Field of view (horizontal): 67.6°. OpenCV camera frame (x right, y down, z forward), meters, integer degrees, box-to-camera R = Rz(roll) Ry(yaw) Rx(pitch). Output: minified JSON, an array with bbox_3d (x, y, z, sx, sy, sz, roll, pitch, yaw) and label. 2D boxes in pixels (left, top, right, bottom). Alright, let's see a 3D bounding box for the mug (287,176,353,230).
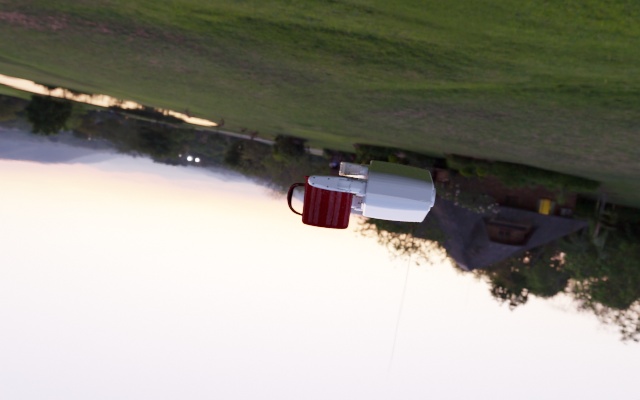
[{"bbox_3d":[-0.001,0.003,0.808,0.117,0.081,0.093,7,1,6],"label":"mug"}]
